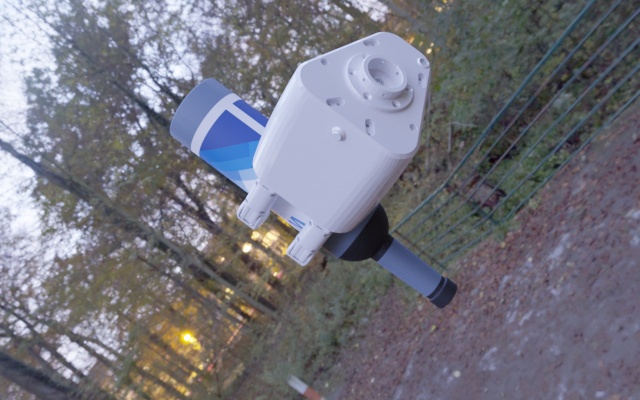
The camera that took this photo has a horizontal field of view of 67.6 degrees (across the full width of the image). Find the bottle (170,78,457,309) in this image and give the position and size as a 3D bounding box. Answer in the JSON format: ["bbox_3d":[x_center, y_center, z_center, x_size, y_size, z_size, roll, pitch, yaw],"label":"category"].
[{"bbox_3d":[0.000,0.001,0.443,0.296,0.069,0.069,37,0,1],"label":"bottle"}]
